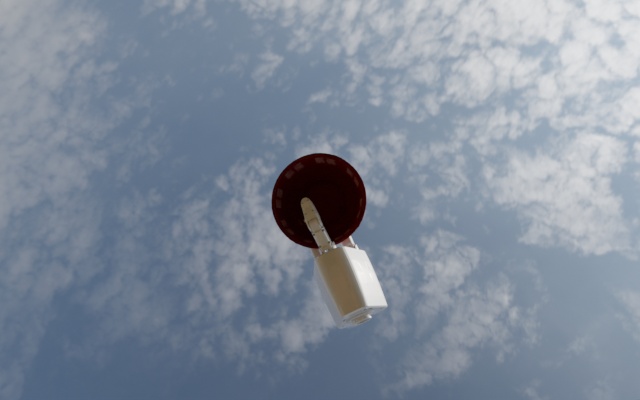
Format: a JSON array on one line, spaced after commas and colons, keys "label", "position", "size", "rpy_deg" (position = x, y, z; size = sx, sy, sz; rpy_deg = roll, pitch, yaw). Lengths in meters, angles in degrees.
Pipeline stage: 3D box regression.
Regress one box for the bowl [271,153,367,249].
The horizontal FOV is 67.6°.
[{"label": "bowl", "position": [0.000, 0.001, 0.822], "size": [0.162, 0.162, 0.055], "rpy_deg": [0, -7, 9]}]
